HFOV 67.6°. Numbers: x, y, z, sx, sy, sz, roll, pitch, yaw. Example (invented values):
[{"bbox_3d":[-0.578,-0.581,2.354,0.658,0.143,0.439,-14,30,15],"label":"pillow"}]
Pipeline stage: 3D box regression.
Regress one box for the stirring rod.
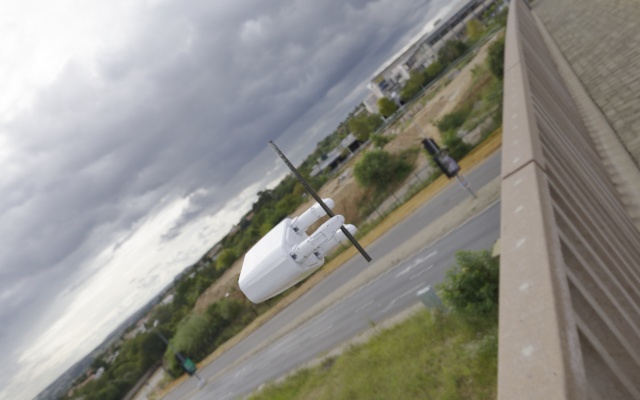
[{"bbox_3d":[0.000,0.003,0.735,0.011,0.239,0.011,-40,4,4],"label":"stirring rod"}]
